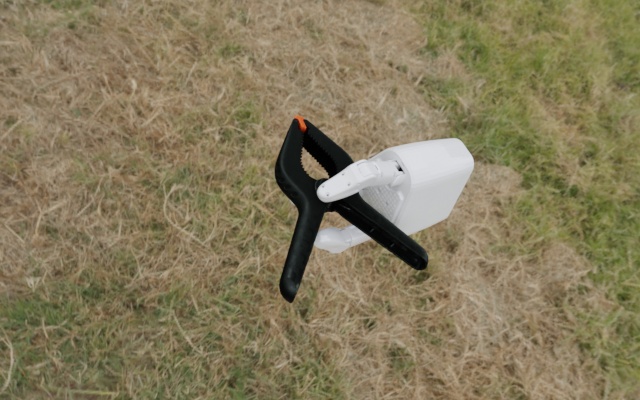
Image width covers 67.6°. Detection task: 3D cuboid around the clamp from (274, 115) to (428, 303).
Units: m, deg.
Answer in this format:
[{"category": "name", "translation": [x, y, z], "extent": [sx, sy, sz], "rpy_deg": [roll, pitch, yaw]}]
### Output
[{"category": "clamp", "translation": [0.000, 0.001, 0.494], "extent": [0.164, 0.210, 0.036], "rpy_deg": [-15, -25, -32]}]
